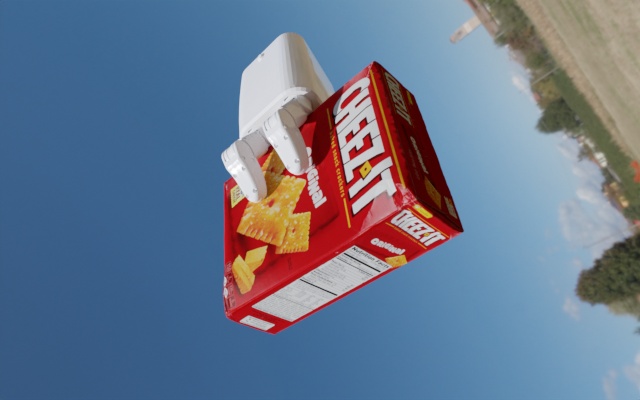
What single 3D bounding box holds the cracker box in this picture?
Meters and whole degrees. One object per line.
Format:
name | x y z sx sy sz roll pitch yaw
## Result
cracker box | 0.000 0.002 0.436 0.214 0.164 0.072 -35 -45 29
